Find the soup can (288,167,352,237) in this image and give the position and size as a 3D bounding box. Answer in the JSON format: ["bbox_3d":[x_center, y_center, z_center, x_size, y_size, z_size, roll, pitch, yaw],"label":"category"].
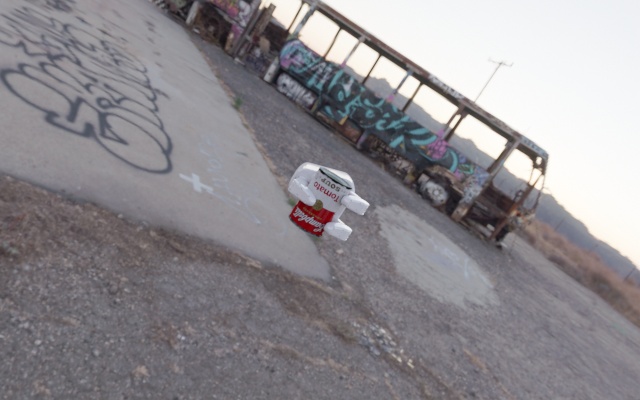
[{"bbox_3d":[0.000,0.002,0.815,0.068,0.102,0.068,31,12,-7],"label":"soup can"}]
